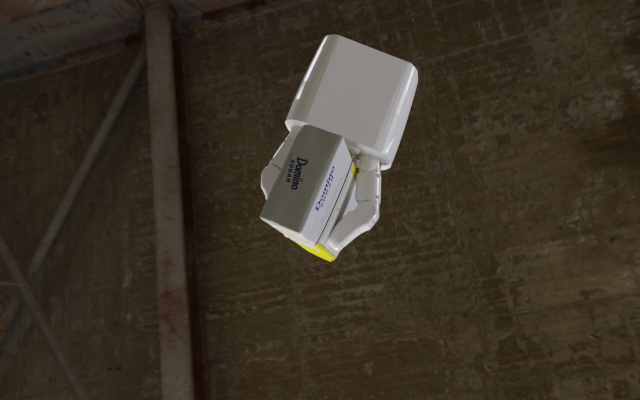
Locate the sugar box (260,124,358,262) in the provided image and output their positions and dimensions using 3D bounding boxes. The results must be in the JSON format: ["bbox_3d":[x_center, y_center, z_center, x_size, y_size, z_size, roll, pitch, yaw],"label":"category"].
[{"bbox_3d":[0.000,0.001,0.478,0.048,0.093,0.176,21,-10,18],"label":"sugar box"}]
